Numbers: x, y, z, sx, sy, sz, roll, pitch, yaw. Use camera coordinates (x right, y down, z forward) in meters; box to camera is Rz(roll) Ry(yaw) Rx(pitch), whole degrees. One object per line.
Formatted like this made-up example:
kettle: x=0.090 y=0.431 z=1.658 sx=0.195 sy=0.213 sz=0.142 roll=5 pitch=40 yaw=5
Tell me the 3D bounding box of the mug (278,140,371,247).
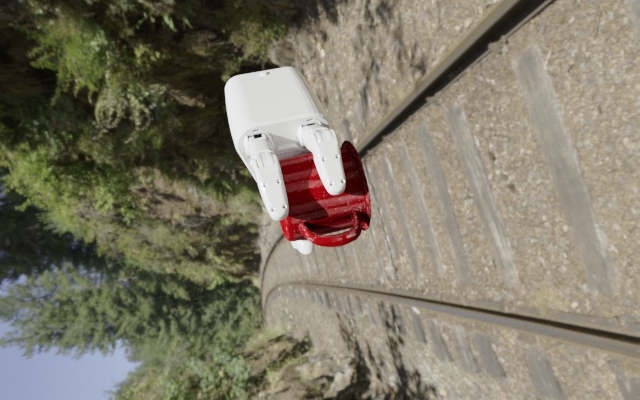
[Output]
mug: x=0.000 y=0.003 z=0.467 sx=0.081 sy=0.093 sz=0.117 roll=-13 pitch=45 yaw=-9
